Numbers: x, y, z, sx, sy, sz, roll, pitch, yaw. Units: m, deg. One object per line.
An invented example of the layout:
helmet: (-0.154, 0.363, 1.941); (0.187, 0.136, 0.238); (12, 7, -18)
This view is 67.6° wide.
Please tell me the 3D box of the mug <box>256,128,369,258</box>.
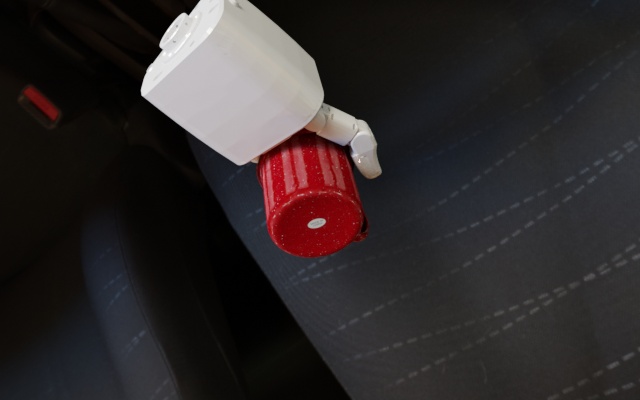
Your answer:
mug: (0.001, 0.002, 0.430); (0.117, 0.081, 0.093); (34, -62, -33)
